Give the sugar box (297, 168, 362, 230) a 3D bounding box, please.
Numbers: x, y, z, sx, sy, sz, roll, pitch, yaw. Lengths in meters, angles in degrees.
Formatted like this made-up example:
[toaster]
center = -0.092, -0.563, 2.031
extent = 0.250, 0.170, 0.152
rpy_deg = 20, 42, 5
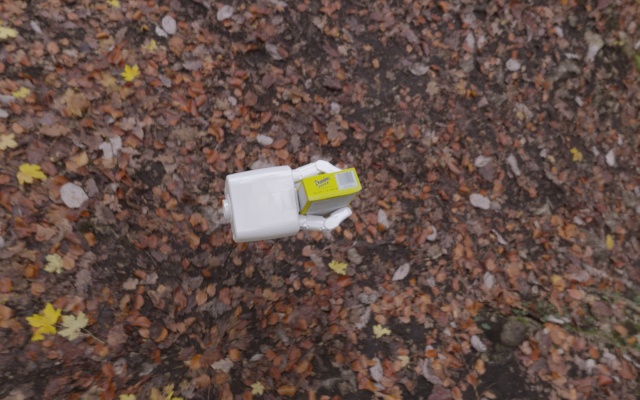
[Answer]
[sugar box]
center = 0.000, 0.002, 0.833
extent = 0.093, 0.048, 0.176
rpy_deg = -11, -14, -17
